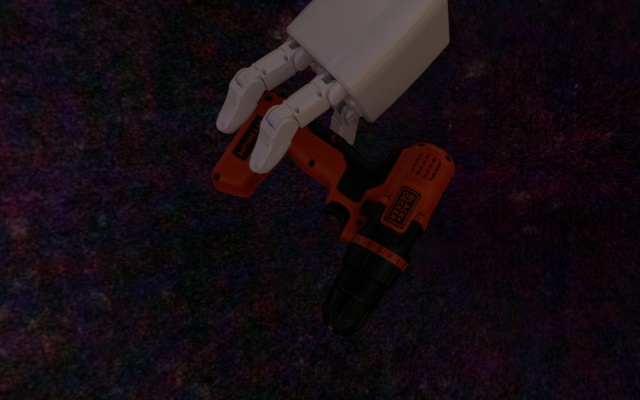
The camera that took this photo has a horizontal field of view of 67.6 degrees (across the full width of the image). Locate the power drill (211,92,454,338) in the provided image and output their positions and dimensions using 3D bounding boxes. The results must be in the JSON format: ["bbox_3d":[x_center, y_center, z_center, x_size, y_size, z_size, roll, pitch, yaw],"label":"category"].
[{"bbox_3d":[0.000,0.001,0.428,0.187,0.184,0.057,30,-10,11],"label":"power drill"}]
